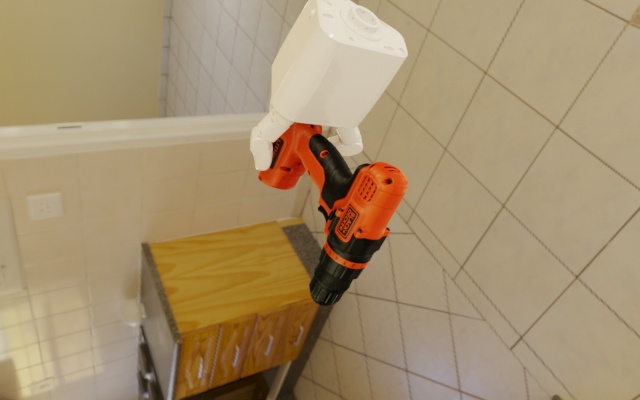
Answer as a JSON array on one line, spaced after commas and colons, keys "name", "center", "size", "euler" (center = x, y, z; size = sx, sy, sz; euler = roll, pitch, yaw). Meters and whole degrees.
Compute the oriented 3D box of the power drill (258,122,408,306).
[{"name": "power drill", "center": [0.000, 0.001, 0.551], "size": [0.057, 0.184, 0.187], "euler": [0, 37, -43]}]
